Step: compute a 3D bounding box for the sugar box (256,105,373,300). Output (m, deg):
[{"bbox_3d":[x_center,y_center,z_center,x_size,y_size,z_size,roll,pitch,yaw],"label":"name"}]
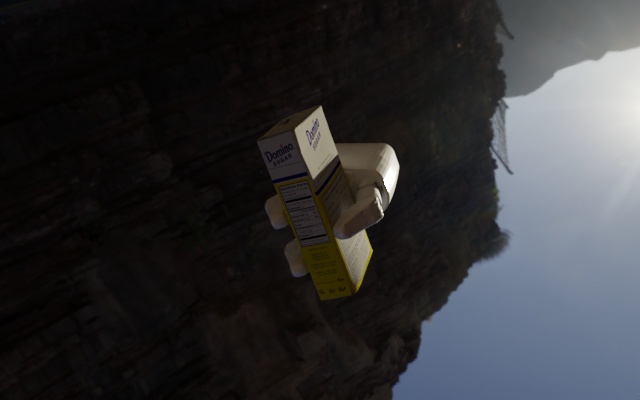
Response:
[{"bbox_3d":[0.000,0.002,0.484,0.048,0.176,0.093,-15,18,23],"label":"sugar box"}]
